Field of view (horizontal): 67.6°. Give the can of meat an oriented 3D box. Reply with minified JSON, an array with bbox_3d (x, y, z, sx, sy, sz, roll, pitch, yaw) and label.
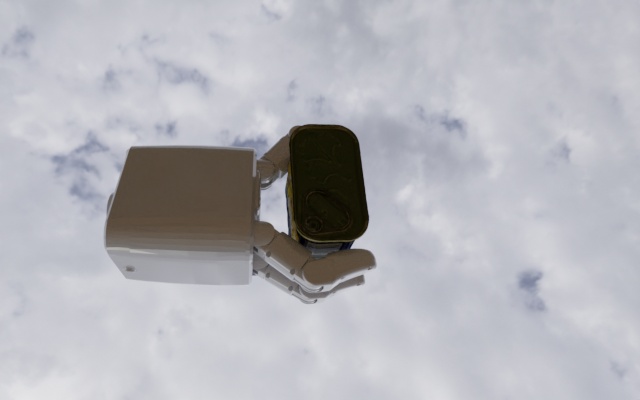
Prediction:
[{"bbox_3d":[0.000,0.001,0.404,0.057,0.102,0.084,-1,-25,-10],"label":"can of meat"}]
